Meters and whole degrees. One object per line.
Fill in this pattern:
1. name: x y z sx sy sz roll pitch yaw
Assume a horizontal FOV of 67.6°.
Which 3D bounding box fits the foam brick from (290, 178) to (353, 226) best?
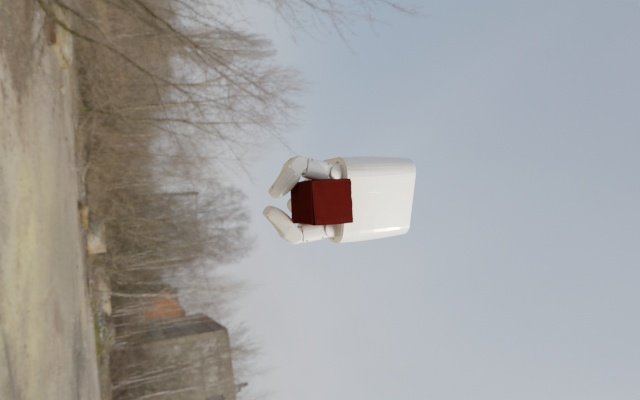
1. foam brick: 0.000 0.002 0.573 0.051 0.053 0.078 -2 1 -21
